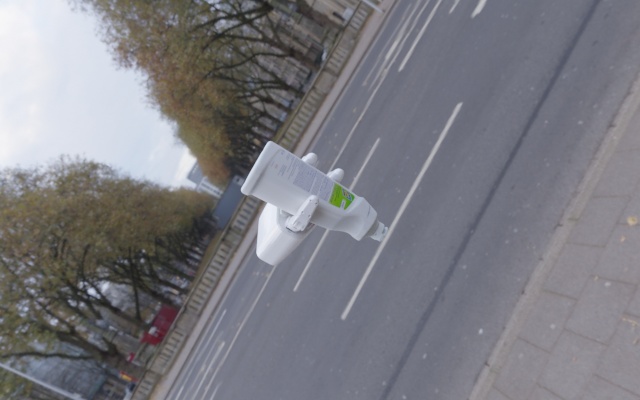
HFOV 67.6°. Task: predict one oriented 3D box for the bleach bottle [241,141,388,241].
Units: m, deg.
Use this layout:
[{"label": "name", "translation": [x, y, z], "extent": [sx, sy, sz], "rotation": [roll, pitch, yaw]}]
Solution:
[{"label": "bleach bottle", "translation": [0.000, 0.003, 0.802], "extent": [0.251, 0.102, 0.068], "rotation": [30, -46, -9]}]
